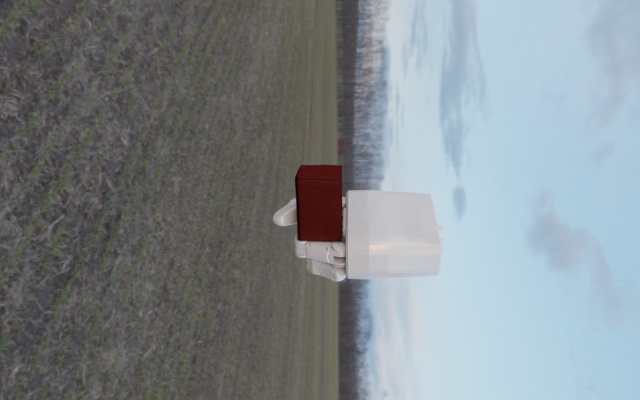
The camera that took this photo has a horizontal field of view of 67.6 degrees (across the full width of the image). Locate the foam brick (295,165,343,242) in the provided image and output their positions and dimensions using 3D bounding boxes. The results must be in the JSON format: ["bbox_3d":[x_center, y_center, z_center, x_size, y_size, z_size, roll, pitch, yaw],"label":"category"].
[{"bbox_3d":[0.000,0.002,0.554,0.051,0.078,0.053,0,23,5],"label":"foam brick"}]
